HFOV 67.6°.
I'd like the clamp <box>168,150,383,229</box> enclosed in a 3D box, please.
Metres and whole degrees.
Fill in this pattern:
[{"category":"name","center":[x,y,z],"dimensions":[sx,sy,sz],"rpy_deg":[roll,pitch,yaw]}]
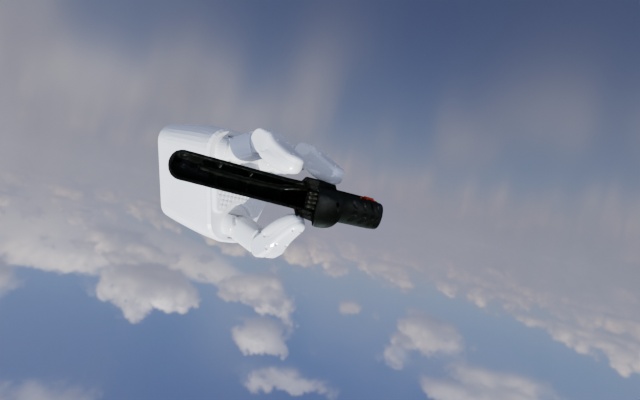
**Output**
[{"category":"clamp","center":[0.000,0.002,0.409],"dimensions":[0.164,0.036,0.210],"rpy_deg":[19,4,42]}]
